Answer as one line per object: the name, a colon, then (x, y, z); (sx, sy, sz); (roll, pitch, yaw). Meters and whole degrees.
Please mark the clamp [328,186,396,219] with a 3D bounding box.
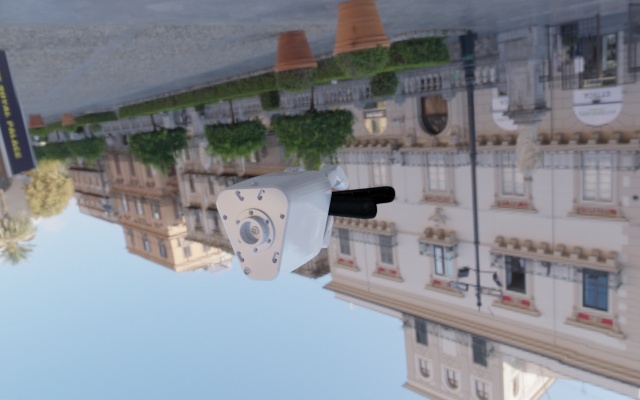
clamp: (0.000, 0.003, 0.667); (0.210, 0.036, 0.164); (-1, 6, 24)
